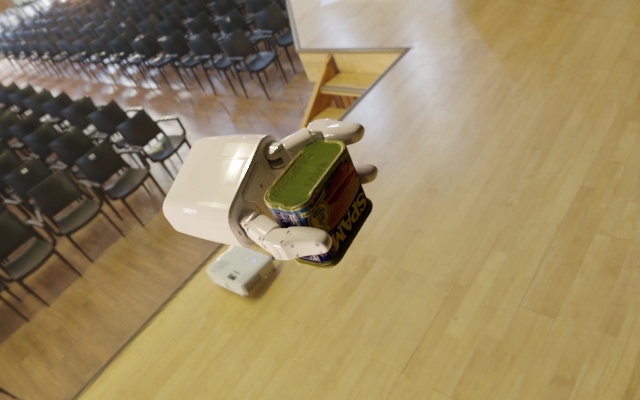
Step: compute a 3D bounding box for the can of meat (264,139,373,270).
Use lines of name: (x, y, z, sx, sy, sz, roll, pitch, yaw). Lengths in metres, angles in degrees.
can of meat: (0.000, 0.001, 0.469, 0.057, 0.084, 0.102, 9, 49, 36)
